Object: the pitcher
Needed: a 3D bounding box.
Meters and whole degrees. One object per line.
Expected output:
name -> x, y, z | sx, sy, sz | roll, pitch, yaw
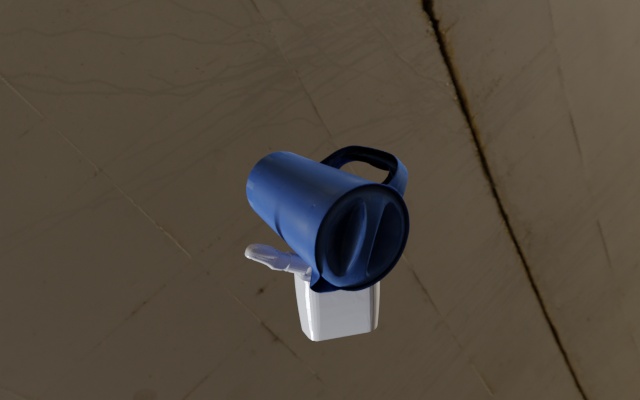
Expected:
pitcher -> 0.000, 0.002, 0.638 | 0.149, 0.145, 0.242 | -15, 25, -27
